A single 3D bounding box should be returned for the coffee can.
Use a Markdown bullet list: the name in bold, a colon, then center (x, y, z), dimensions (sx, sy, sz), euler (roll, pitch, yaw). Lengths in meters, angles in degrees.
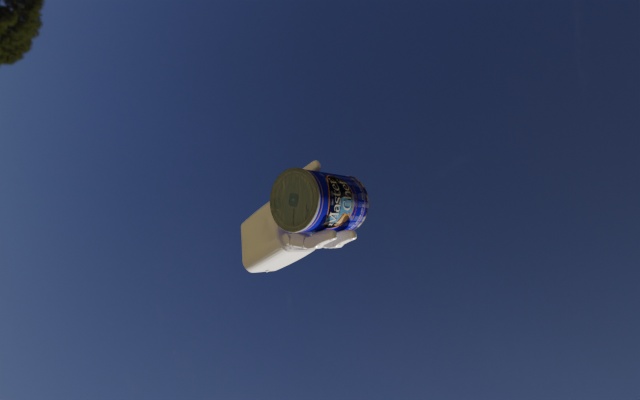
- **coffee can**: center (0.000, 0.002, 0.801), dimensions (0.103, 0.103, 0.140), euler (0, -3, 39)
